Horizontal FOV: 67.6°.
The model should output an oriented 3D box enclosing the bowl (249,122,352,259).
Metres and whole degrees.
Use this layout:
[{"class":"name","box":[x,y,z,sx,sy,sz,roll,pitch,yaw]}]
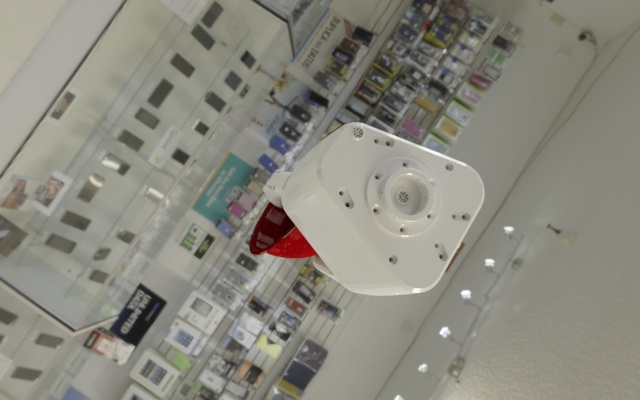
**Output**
[{"class":"bowl","box":[0.000,0.002,0.475,0.055,0.162,0.162,39,-13,-16]}]
